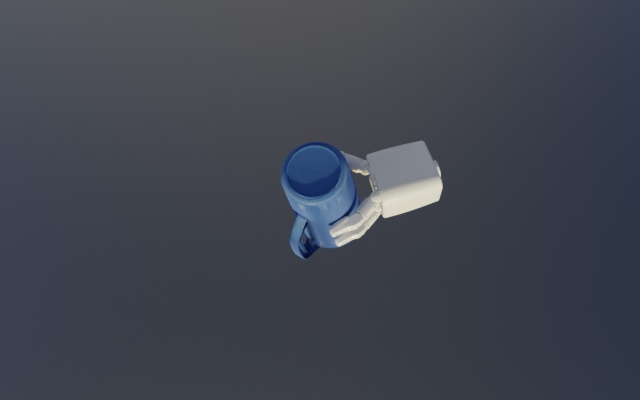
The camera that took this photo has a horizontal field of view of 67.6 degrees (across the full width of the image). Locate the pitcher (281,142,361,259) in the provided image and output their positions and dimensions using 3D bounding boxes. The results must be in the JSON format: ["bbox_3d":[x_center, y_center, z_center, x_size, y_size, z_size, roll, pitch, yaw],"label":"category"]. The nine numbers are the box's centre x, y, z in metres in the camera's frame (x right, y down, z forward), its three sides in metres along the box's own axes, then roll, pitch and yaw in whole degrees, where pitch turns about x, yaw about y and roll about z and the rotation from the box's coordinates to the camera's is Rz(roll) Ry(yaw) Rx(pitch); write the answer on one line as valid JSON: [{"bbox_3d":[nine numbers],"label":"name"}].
[{"bbox_3d":[0.000,0.003,0.843,0.145,0.149,0.243,-14,-20,3],"label":"pitcher"}]
